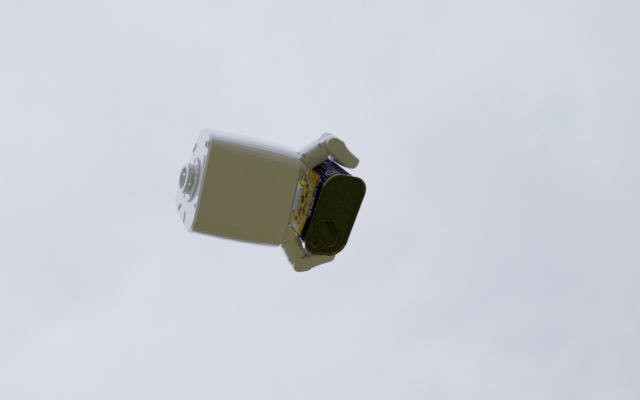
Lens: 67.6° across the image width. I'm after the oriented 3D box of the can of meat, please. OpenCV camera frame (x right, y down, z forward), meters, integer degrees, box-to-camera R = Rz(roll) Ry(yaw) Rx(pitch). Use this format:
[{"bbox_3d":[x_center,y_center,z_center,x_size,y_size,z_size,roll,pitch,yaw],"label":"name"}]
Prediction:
[{"bbox_3d":[0.000,0.002,0.578,0.057,0.102,0.084,8,20,-31],"label":"can of meat"}]
